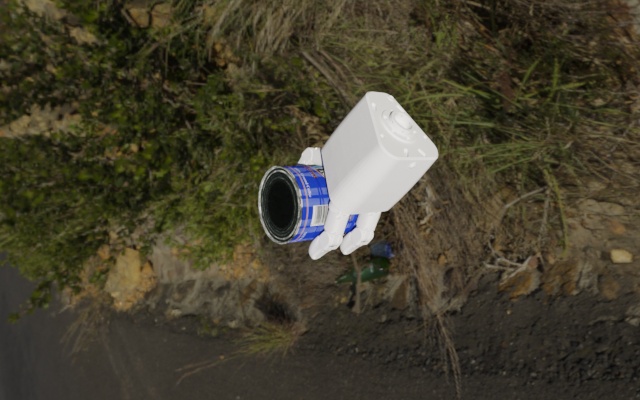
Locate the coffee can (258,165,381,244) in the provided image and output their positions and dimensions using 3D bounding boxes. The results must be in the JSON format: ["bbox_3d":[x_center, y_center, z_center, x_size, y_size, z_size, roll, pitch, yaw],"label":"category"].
[{"bbox_3d":[0.000,0.002,0.660,0.140,0.103,0.103,-4,2,-37],"label":"coffee can"}]
